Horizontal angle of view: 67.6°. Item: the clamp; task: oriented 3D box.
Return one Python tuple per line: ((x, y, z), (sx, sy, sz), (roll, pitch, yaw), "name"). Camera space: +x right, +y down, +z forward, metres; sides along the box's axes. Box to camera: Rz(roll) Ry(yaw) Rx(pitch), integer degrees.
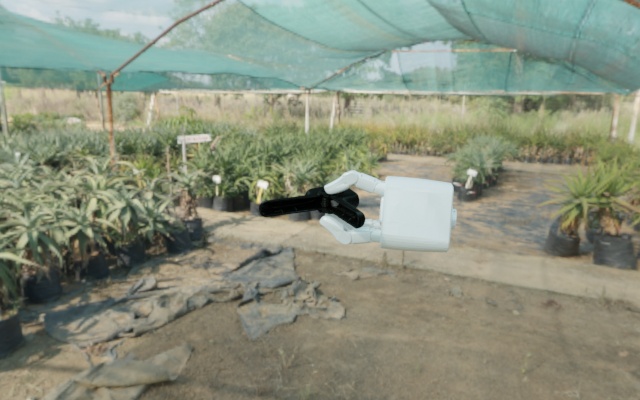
((0.000, 0.002, 0.794), (0.164, 0.036, 0.210), (6, 13, 9), "clamp")
